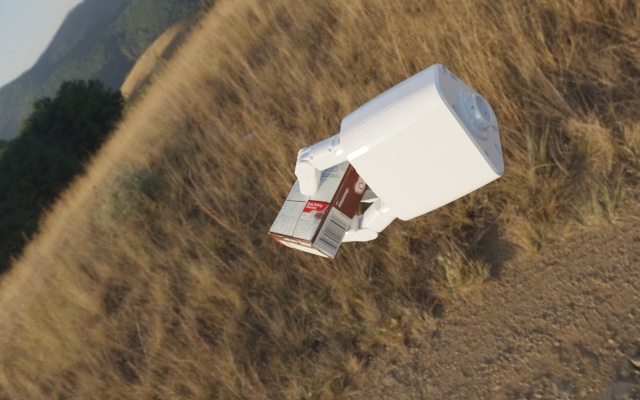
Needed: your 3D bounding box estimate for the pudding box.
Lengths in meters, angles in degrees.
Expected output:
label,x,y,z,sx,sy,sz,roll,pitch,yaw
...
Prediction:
label,x,y,z,sx,sy,sz,roll,pitch,yaw
pudding box,0.000,0.002,0.533,0.039,0.113,0.090,37,-18,-32
